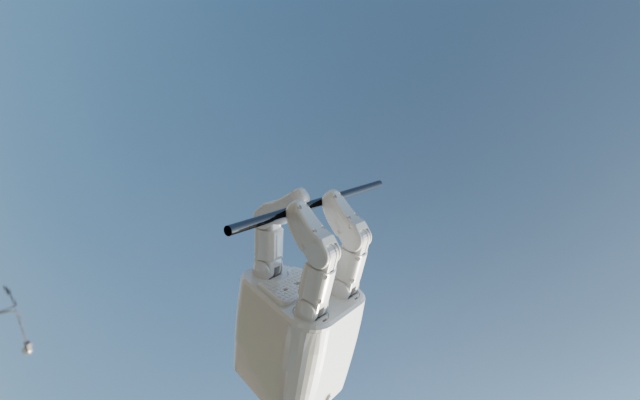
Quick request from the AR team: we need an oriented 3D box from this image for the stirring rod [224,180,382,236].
[{"bbox_3d":[0.000,0.002,0.437,0.011,0.011,0.239,0,10,34],"label":"stirring rod"}]
